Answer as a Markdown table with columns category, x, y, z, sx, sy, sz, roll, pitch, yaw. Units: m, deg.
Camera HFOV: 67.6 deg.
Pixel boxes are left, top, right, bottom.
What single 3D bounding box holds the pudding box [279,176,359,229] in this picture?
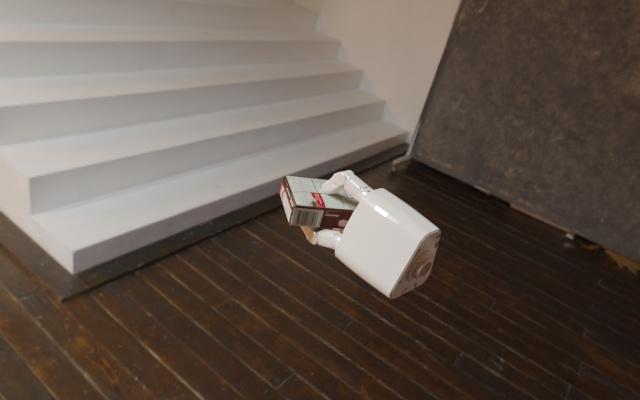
| category | x | y | z | sx | sy | sz | roll | pitch | yaw |
| --- | --- | --- | --- | --- | --- | --- | --- | --- | --- |
| pudding box | 0.000 | 0.002 | 0.737 | 0.113 | 0.039 | 0.090 | 6 | 31 | -20 |
